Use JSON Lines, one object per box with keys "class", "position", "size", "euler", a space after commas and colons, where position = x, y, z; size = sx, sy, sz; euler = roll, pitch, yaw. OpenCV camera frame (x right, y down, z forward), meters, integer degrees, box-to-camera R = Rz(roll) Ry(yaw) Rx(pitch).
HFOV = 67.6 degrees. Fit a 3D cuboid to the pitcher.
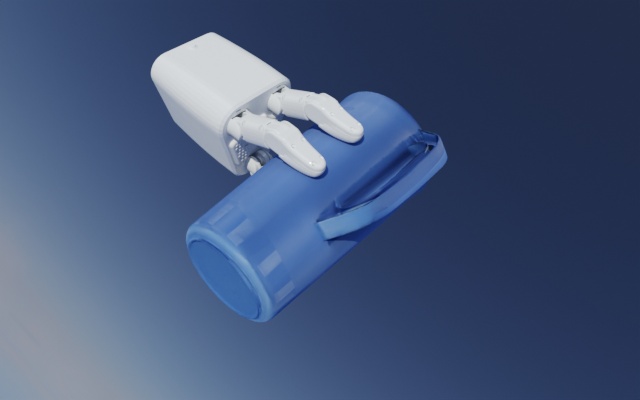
{"class": "pitcher", "position": [0.000, 0.001, 0.466], "size": [0.242, 0.145, 0.149], "euler": [-41, -19, -32]}
